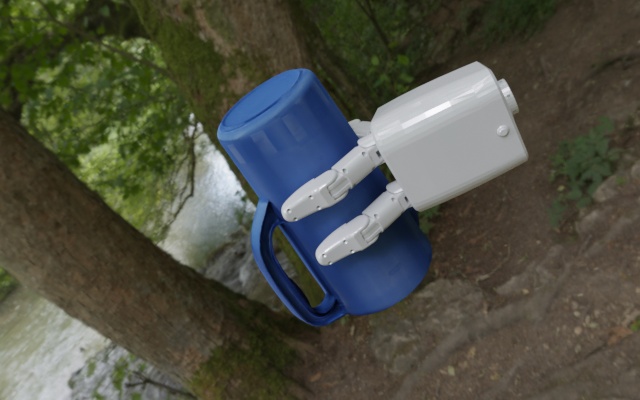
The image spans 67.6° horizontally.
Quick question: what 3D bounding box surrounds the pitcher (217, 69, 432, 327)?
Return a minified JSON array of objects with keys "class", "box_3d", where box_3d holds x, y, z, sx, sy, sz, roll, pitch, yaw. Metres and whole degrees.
[{"class":"pitcher","box_3d":[0.000,0.001,0.487,0.145,0.243,0.149,-25,29,20]}]
